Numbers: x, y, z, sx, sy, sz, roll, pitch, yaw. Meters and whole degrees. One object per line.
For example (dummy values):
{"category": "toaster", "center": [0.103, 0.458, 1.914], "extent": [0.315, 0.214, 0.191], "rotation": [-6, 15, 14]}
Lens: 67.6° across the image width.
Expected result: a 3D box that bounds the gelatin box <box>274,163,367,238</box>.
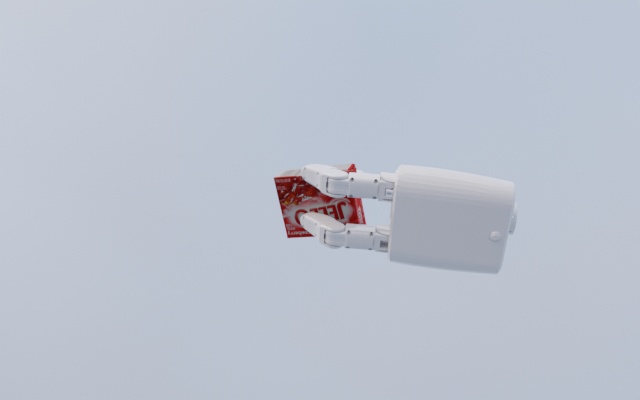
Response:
{"category": "gelatin box", "center": [0.000, 0.002, 0.519], "extent": [0.089, 0.073, 0.030], "rotation": [-4, 21, 21]}
